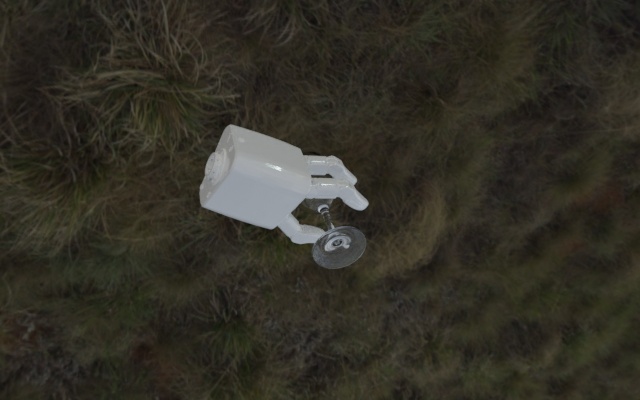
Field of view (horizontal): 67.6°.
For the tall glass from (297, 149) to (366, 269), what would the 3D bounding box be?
[{"bbox_3d":[0.000,0.003,0.699,0.079,0.079,0.201,0,37,-18],"label":"tall glass"}]
